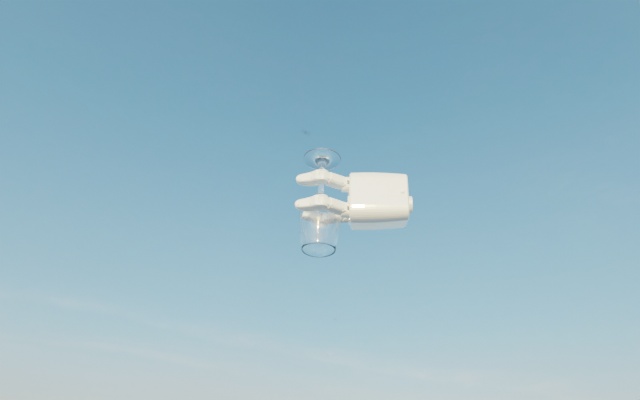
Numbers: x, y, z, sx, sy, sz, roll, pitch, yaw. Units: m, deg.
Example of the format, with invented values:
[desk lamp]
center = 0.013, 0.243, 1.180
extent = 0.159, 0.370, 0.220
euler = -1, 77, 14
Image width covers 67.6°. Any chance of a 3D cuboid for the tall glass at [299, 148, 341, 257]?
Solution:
[tall glass]
center = 0.000, 0.002, 0.898
extent = 0.079, 0.201, 0.079
euler = 2, -31, 1
